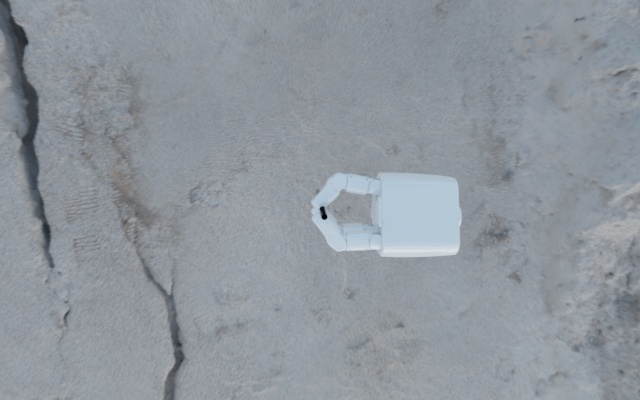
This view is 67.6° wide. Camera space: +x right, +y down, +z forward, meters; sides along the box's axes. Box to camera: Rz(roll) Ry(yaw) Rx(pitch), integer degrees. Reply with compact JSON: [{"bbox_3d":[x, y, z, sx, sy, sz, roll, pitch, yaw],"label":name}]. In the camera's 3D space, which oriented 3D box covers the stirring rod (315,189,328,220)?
[{"bbox_3d":[0.000,0.002,0.715,0.011,0.011,0.239,0,9,-2],"label":"stirring rod"}]
